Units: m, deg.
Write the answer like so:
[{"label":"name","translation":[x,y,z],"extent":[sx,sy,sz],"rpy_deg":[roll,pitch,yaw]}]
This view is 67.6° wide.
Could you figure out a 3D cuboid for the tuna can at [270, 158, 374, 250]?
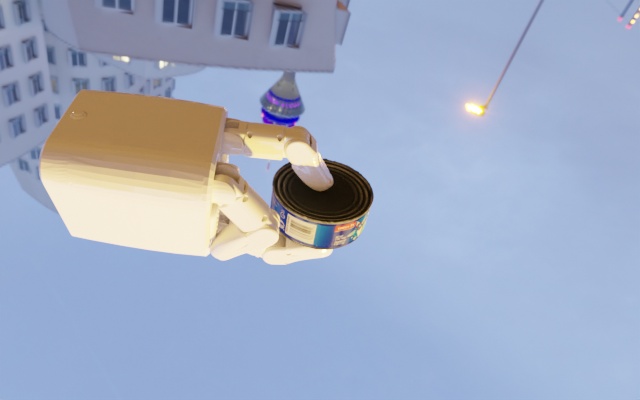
[{"label":"tuna can","translation":[0.000,0.002,0.410],"extent":[0.086,0.034,0.086],"rpy_deg":[7,39,-6]}]
